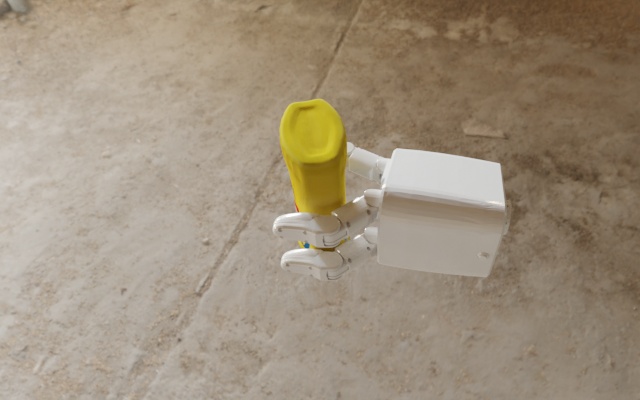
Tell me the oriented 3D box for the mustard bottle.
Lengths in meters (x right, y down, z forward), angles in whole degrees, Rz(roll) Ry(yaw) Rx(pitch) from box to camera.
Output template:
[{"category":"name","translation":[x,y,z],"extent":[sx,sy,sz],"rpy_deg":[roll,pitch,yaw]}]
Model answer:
[{"category":"mustard bottle","translation":[0.000,0.001,0.481],"extent":[0.058,0.096,0.192],"rpy_deg":[-11,-42,-4]}]
